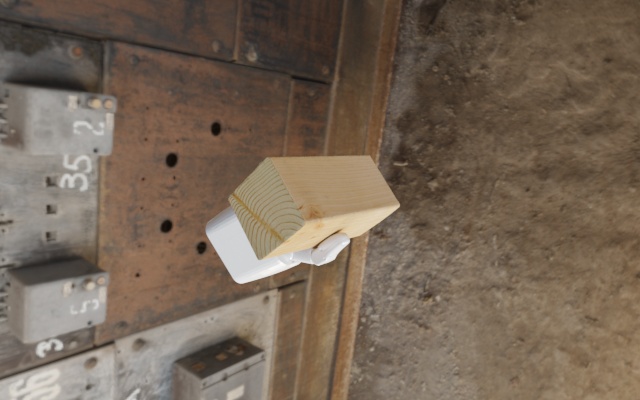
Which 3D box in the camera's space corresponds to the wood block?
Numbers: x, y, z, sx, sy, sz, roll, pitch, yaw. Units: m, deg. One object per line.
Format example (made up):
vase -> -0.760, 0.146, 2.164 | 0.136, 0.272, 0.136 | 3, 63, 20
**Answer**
wood block -> 0.000, 0.003, 0.616 | 0.090, 0.090, 0.206 | -40, -19, 34
